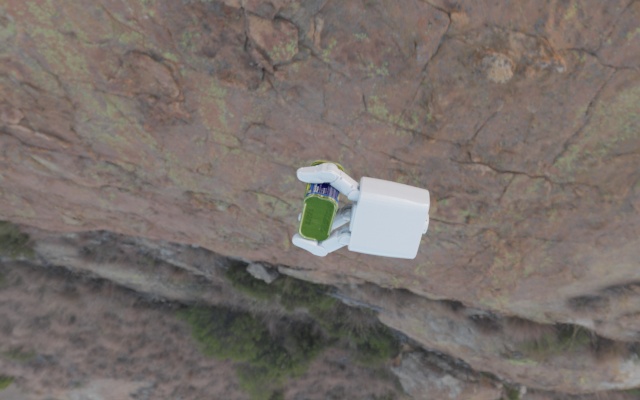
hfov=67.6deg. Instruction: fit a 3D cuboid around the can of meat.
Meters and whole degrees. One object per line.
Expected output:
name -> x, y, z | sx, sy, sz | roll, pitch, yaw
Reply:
can of meat -> 0.000, 0.003, 0.753 | 0.057, 0.102, 0.084 | 12, 43, -1
